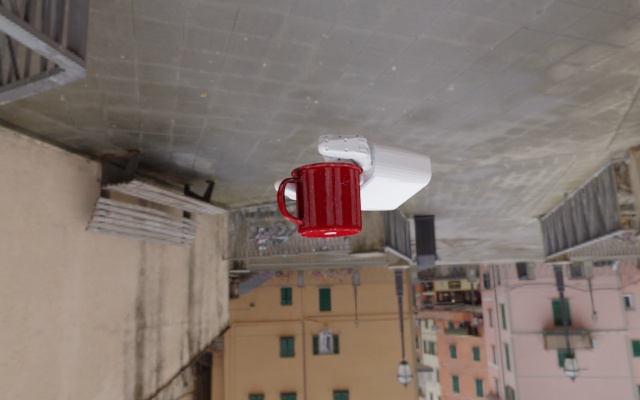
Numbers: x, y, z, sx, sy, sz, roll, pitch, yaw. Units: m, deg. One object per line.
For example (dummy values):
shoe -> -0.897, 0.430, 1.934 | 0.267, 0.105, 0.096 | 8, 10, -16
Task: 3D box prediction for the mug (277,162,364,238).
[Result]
mug -> -0.001, 0.002, 0.596 | 0.117, 0.081, 0.093 | 4, -13, -33
